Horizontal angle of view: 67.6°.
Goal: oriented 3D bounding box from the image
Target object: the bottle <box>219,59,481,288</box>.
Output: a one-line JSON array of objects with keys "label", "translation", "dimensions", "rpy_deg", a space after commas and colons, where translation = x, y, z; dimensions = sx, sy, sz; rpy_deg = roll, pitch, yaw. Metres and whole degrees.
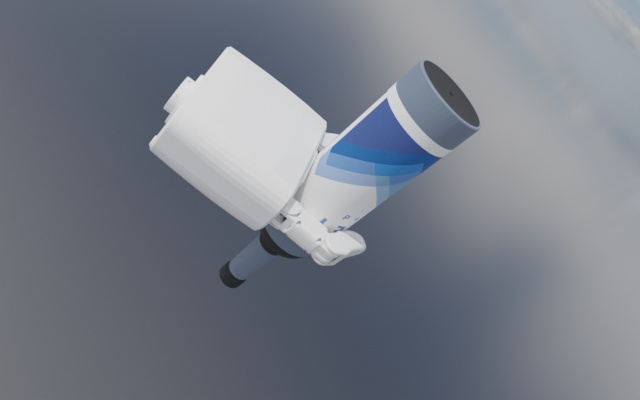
[{"label": "bottle", "translation": [0.000, 0.001, 0.426], "dimensions": [0.296, 0.069, 0.069], "rpy_deg": [-40, -24, 32]}]
